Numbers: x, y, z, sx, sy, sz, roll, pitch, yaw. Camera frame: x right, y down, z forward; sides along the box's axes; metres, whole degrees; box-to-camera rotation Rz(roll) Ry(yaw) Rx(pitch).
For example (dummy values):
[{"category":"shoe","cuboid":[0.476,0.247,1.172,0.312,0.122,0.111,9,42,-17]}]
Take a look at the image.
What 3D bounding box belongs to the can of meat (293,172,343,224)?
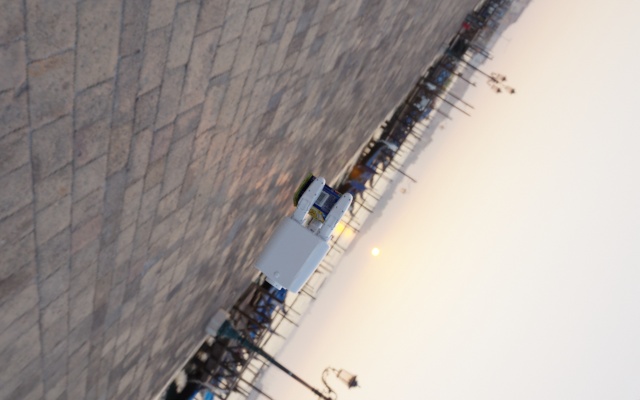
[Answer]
[{"category":"can of meat","cuboid":[0.000,0.003,0.875,0.084,0.057,0.102,34,-13,6]}]
